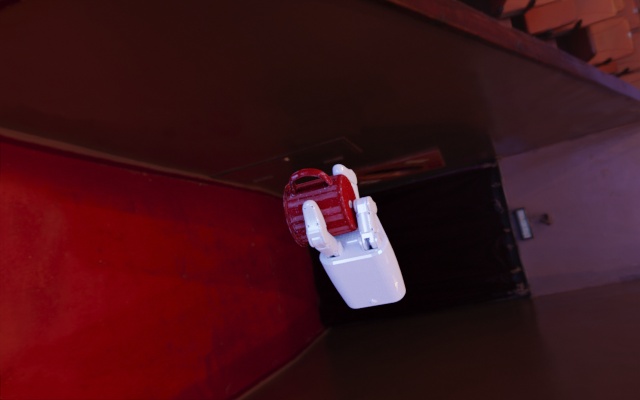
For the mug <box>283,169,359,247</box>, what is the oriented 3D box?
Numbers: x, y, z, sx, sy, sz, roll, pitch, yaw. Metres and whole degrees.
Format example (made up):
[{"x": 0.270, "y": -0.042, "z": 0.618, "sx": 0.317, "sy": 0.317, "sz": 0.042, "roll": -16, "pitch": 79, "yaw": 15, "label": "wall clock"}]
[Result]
[{"x": 0.000, "y": 0.001, "z": 0.656, "sx": 0.081, "sy": 0.117, "sz": 0.093, "roll": -14, "pitch": 37, "yaw": 18, "label": "mug"}]
